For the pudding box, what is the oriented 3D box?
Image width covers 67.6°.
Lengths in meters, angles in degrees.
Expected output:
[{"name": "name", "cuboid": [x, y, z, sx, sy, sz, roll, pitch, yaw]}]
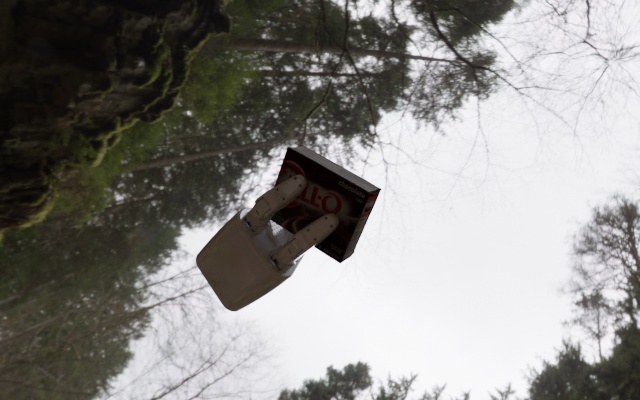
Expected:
[{"name": "pudding box", "cuboid": [0.000, 0.002, 0.535, 0.113, 0.090, 0.039, 29, 25, 20]}]
